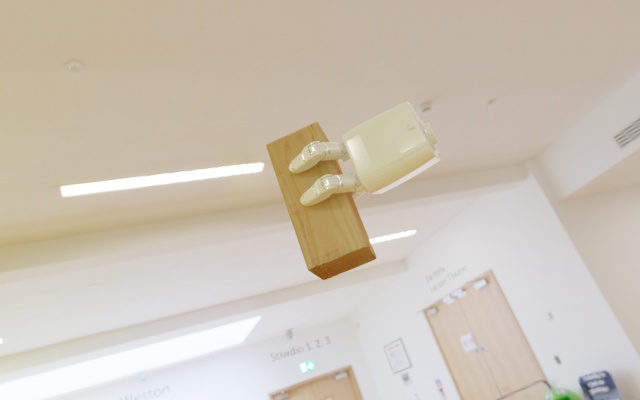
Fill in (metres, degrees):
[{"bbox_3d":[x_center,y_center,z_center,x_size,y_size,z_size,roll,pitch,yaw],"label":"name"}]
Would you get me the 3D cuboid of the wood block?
[{"bbox_3d":[0.001,0.002,0.715,0.090,0.206,0.091,-23,-23,8],"label":"wood block"}]
